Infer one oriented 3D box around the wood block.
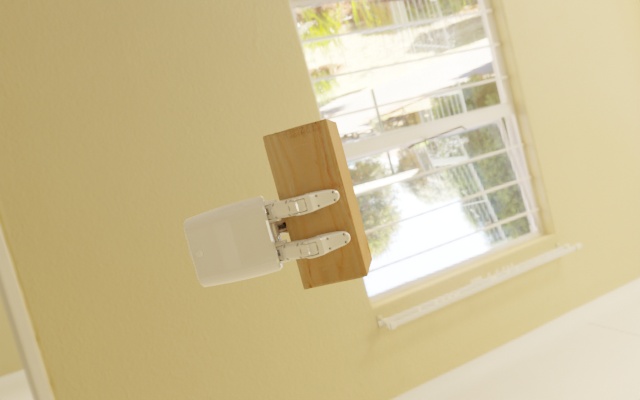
[{"bbox_3d":[0.000,0.002,0.651,0.090,0.206,0.091,-14,4,11],"label":"wood block"}]
